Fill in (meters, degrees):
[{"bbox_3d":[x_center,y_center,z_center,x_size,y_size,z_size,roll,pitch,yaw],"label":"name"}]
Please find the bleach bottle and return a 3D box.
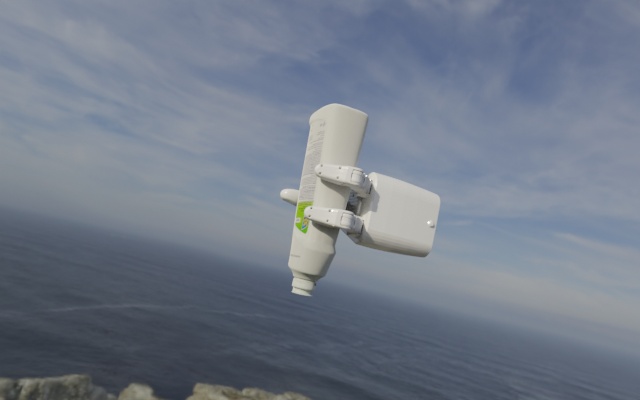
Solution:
[{"bbox_3d":[0.000,0.002,0.649,0.068,0.251,0.102,15,-8,-18],"label":"bleach bottle"}]
